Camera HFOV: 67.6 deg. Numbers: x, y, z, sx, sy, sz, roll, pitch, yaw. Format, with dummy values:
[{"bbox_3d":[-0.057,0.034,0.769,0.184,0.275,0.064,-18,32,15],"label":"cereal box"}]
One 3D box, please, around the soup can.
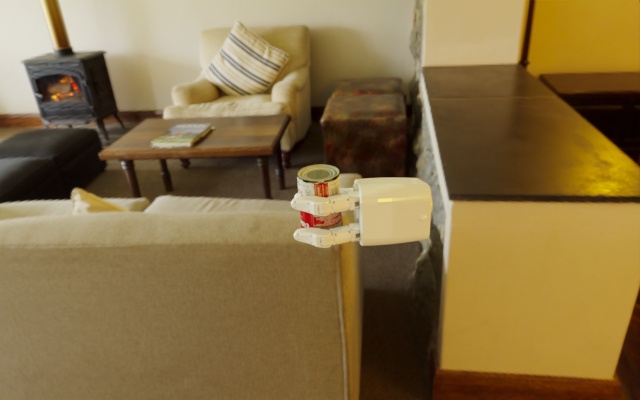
[{"bbox_3d":[0.000,0.002,0.752,0.068,0.102,0.068,-3,27,1],"label":"soup can"}]
